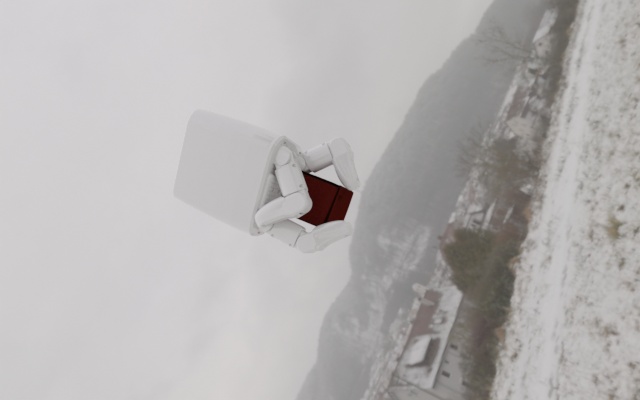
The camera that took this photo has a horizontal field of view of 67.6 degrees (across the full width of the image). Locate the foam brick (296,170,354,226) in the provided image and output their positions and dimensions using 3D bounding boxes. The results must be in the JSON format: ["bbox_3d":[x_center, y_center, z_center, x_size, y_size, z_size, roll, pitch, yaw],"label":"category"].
[{"bbox_3d":[0.000,0.002,0.549,0.051,0.053,0.078,21,0,16],"label":"foam brick"}]
